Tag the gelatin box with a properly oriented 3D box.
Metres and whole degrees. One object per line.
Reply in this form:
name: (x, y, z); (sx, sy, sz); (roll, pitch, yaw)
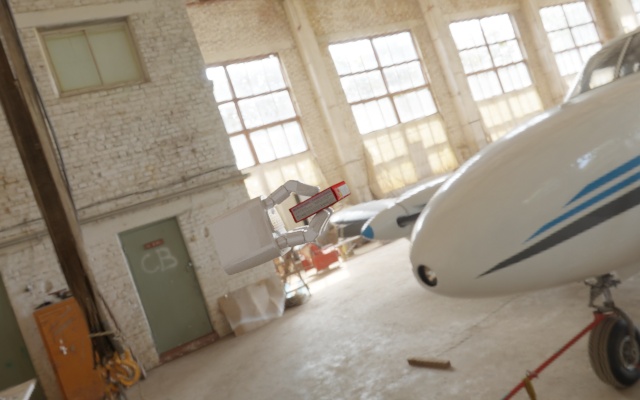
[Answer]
gelatin box: (0.000, 0.002, 0.811); (0.089, 0.030, 0.073); (-29, -1, 22)
